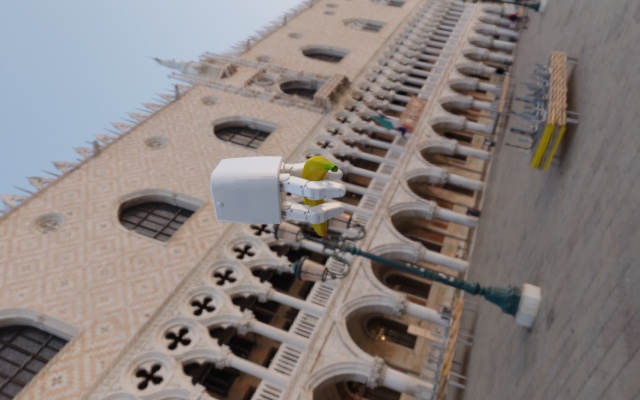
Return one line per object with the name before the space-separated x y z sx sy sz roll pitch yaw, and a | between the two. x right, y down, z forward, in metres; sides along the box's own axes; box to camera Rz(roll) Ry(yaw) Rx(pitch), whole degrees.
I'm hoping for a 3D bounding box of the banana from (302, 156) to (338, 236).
banana | -0.007 -0.014 0.798 0.037 0.069 0.198 -17 -31 -15
